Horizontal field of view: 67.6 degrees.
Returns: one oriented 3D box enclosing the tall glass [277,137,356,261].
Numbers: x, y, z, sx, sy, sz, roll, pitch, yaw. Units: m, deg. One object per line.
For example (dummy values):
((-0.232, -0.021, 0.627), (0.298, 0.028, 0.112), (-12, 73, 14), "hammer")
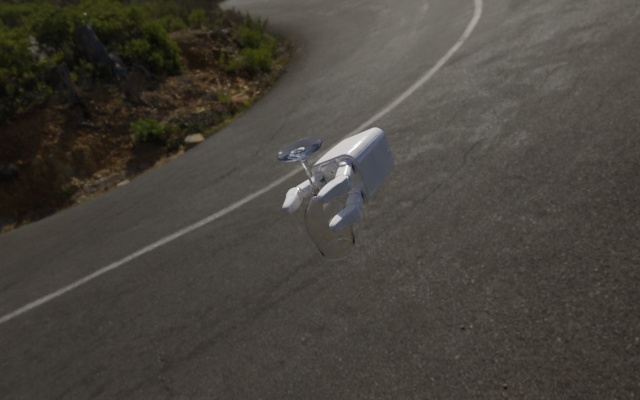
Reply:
((0.000, 0.002, 0.780), (0.079, 0.201, 0.079), (-16, 28, 9), "tall glass")
